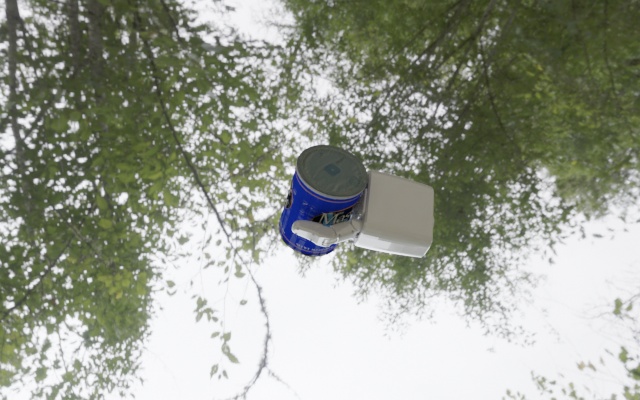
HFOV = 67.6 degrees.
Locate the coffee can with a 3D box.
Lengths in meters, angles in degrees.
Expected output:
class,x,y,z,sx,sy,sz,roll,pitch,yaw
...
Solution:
class,x,y,z,sx,sy,sz,roll,pitch,yaw
coffee can,0.000,0.002,0.713,0.103,0.102,0.140,0,-41,-19
